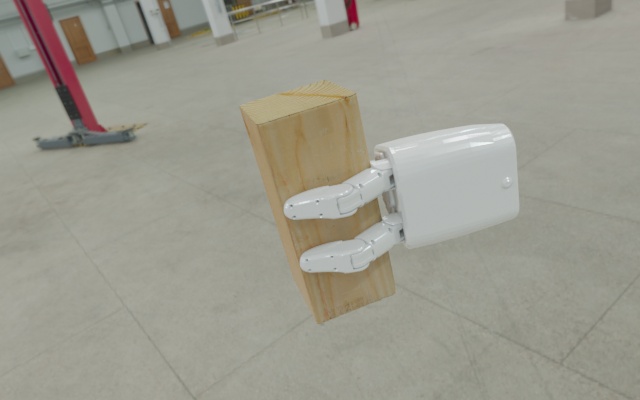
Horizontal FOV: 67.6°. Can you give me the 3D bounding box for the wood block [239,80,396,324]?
[{"bbox_3d":[0.000,0.001,0.464,0.090,0.206,0.090,-19,26,-10],"label":"wood block"}]
